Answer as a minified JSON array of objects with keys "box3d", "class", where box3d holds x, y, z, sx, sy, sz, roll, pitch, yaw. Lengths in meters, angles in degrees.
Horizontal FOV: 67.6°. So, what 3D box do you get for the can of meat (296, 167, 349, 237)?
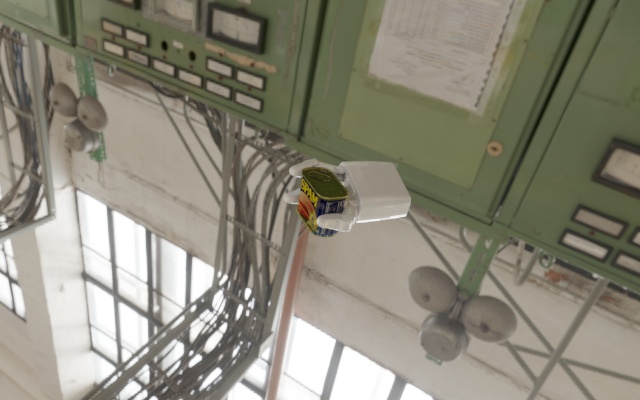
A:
[{"box3d":[0.000,0.003,0.829,0.057,0.084,0.102,-5,35,-25],"class":"can of meat"}]
